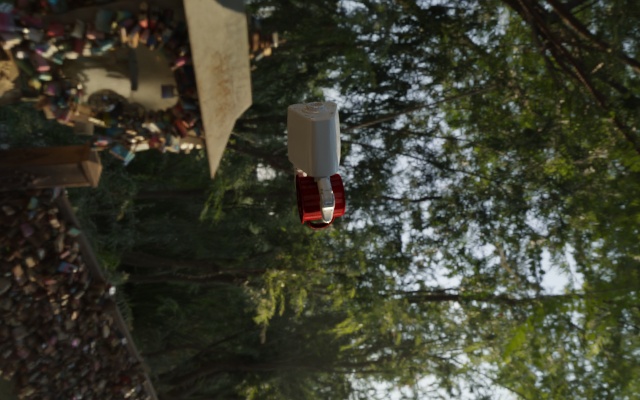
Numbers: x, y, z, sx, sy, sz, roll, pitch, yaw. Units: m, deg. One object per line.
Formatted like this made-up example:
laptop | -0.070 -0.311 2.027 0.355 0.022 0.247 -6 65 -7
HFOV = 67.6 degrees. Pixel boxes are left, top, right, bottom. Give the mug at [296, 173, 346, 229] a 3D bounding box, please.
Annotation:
mug | 0.000 0.004 0.900 0.081 0.117 0.093 -7 30 -8
